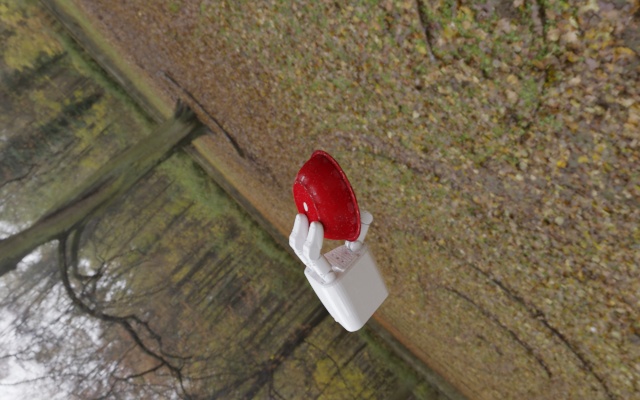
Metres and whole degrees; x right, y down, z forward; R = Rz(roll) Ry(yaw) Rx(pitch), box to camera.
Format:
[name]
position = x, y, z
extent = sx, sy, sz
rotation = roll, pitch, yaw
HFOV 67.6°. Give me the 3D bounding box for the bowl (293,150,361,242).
[bowl]
position = -0.001, 0.001, 0.773
extent = 0.055, 0.162, 0.162
rotation = -22, 8, -20
